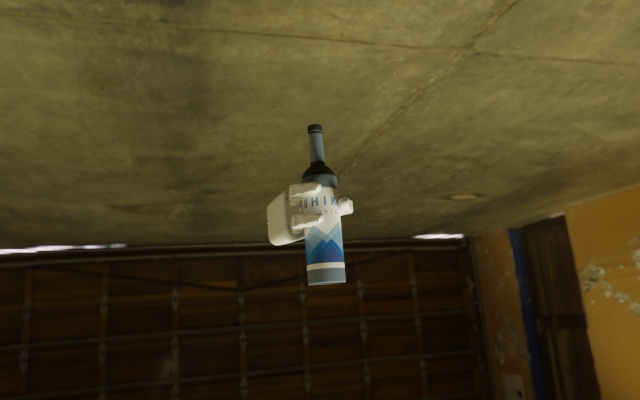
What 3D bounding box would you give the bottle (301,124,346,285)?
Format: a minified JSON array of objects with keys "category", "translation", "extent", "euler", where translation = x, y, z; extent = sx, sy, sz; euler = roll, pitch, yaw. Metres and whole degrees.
[{"category":"bottle","translation":[0.000,0.003,0.870],"extent":[0.069,0.295,0.069],"euler":[-4,-13,-1]}]
